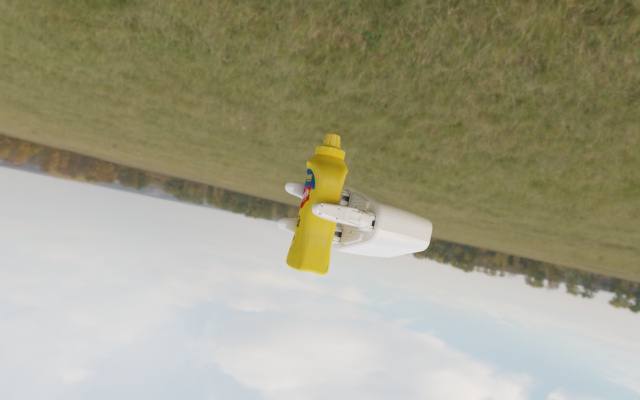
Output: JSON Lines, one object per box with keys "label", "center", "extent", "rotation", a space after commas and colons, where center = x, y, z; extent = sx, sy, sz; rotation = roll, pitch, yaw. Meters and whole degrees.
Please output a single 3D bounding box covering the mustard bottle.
{"label": "mustard bottle", "center": [0.000, 0.002, 0.660], "extent": [0.058, 0.191, 0.096], "rotation": [12, -3, -8]}
